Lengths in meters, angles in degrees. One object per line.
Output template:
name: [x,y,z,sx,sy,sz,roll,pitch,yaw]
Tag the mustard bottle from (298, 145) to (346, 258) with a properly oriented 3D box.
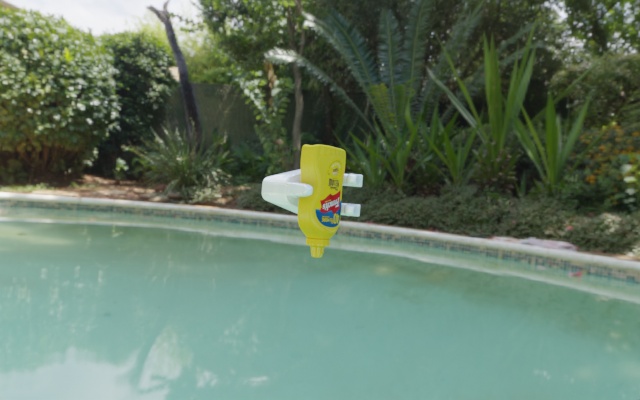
mustard bottle: [0.000,0.002,0.829,0.058,0.191,0.096,5,0,33]
